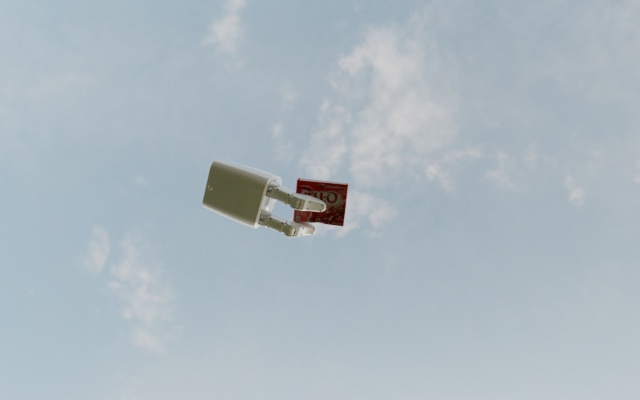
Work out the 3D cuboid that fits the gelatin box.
[{"bbox_3d":[0.000,0.003,0.822,0.089,0.073,0.030,6,9,1],"label":"gelatin box"}]
